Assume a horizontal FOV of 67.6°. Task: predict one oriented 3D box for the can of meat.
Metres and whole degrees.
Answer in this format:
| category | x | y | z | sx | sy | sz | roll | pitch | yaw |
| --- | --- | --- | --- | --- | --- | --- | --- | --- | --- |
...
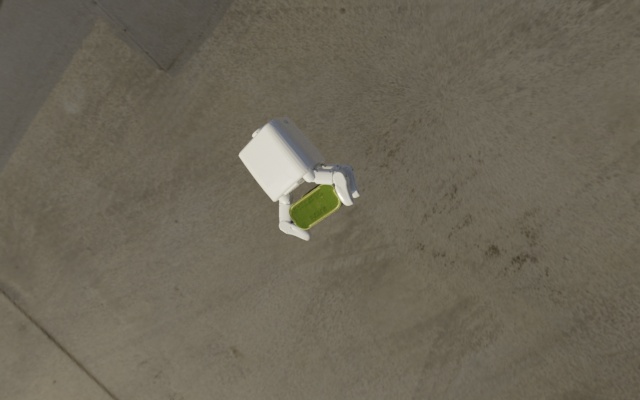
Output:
| category | x | y | z | sx | sy | sz | roll | pitch | yaw |
| --- | --- | --- | --- | --- | --- | --- | --- | --- | --- |
| can of meat | 0.000 | 0.003 | 0.847 | 0.102 | 0.057 | 0.084 | -35 | 1 | 19 |
